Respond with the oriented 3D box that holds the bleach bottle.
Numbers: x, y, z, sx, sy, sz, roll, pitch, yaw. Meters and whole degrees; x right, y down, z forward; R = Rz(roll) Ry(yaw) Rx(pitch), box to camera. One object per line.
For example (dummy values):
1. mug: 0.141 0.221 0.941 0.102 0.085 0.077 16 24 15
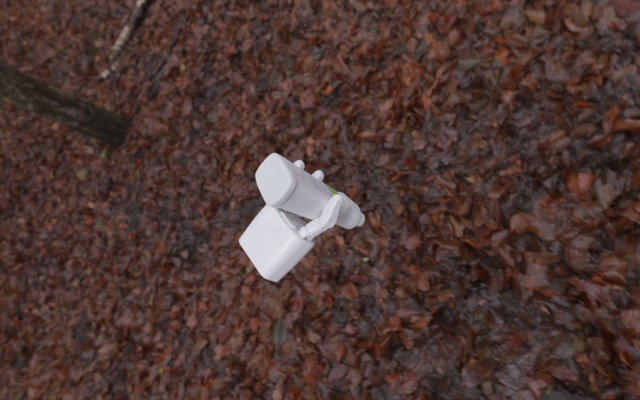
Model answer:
1. bleach bottle: 0.000 0.003 0.877 0.251 0.068 0.102 27 23 -43
